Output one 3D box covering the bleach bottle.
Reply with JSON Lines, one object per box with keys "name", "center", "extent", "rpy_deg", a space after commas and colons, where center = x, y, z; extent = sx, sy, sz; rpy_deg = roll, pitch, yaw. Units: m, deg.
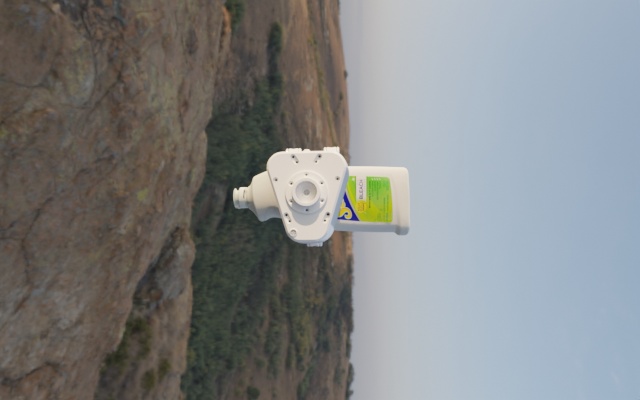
{"name": "bleach bottle", "center": [0.000, 0.002, 0.698], "extent": [0.251, 0.102, 0.068], "rpy_deg": [-1, -2, 2]}
